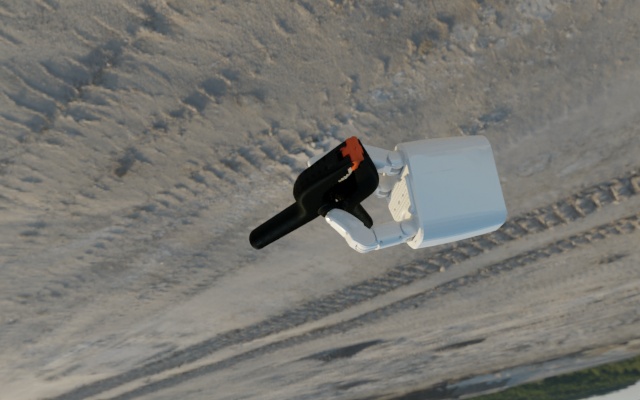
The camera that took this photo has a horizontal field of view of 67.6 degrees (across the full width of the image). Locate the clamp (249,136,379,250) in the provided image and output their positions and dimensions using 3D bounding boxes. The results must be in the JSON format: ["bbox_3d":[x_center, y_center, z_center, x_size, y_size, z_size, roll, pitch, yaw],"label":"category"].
[{"bbox_3d":[0.001,0.002,0.537,0.164,0.036,0.210,-11,-25,-13],"label":"clamp"}]
